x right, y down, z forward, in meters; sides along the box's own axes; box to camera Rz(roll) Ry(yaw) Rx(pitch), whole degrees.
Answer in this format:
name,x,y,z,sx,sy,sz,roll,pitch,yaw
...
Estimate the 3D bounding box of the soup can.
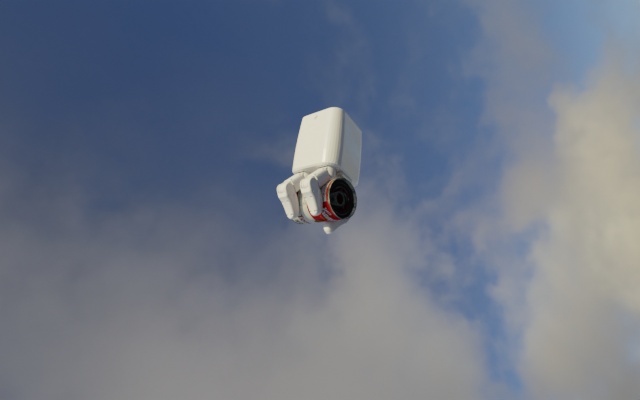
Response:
name,x,y,z,sx,sy,sz,roll,pitch,yaw
soup can,0.000,0.003,0.795,0.102,0.068,0.068,-10,-7,43
